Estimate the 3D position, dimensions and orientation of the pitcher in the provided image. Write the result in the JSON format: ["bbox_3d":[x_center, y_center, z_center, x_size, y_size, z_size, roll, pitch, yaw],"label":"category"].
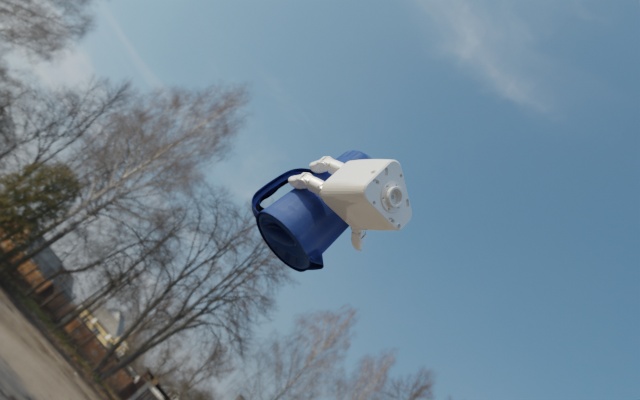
[{"bbox_3d":[0.000,0.003,0.898,0.242,0.149,0.145,-40,24,-28],"label":"pitcher"}]
